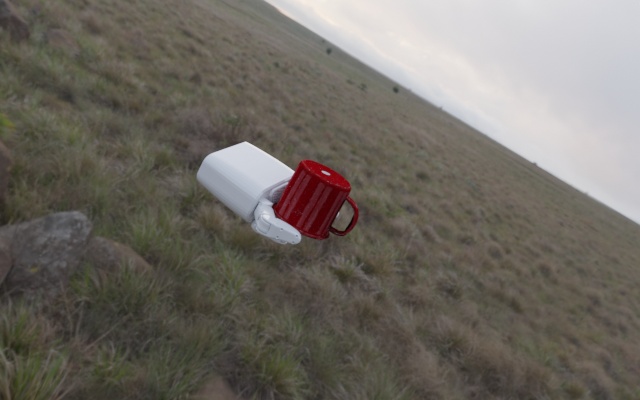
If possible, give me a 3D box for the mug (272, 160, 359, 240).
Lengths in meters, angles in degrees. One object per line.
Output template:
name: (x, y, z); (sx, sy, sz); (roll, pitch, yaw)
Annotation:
mug: (0.001, 0.003, 0.667); (0.117, 0.081, 0.093); (33, 17, 14)
